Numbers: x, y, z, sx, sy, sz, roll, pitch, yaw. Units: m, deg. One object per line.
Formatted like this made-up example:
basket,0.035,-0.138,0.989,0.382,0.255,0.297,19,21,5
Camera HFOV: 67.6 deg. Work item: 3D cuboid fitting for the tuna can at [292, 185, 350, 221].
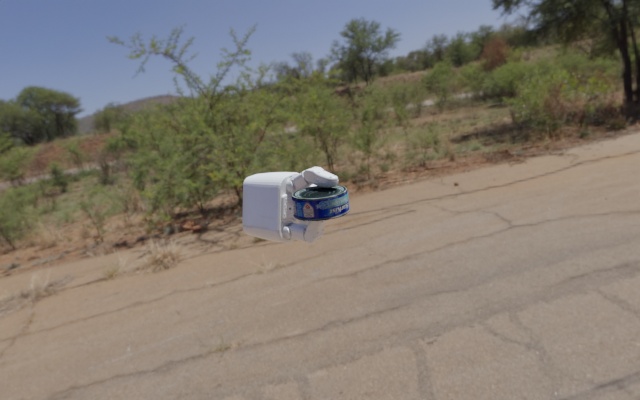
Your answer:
tuna can,0.000,0.002,0.715,0.086,0.034,0.086,-6,14,2
